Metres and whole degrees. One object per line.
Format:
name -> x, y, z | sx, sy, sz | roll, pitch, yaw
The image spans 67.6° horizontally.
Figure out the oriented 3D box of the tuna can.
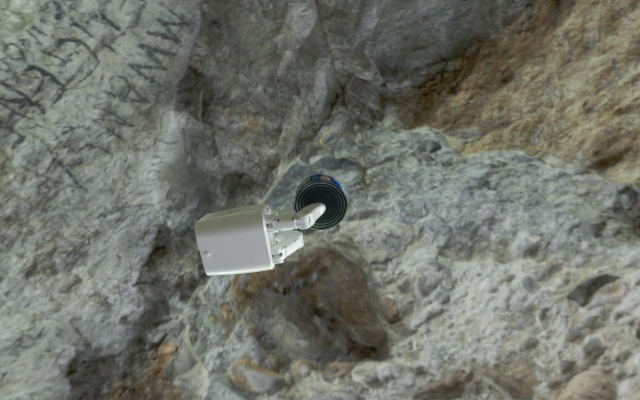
tuna can -> 0.000, 0.002, 0.769 | 0.086, 0.086, 0.033 | 0, 22, -1
